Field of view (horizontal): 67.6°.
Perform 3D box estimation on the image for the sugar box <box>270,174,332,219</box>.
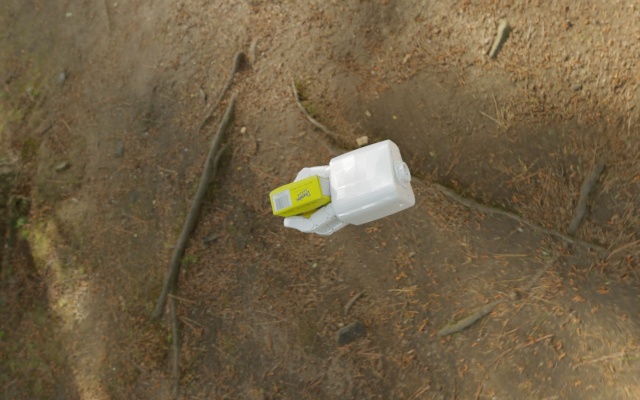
[{"bbox_3d":[0.000,0.003,0.822,0.093,0.048,0.176,-19,-18,25],"label":"sugar box"}]
